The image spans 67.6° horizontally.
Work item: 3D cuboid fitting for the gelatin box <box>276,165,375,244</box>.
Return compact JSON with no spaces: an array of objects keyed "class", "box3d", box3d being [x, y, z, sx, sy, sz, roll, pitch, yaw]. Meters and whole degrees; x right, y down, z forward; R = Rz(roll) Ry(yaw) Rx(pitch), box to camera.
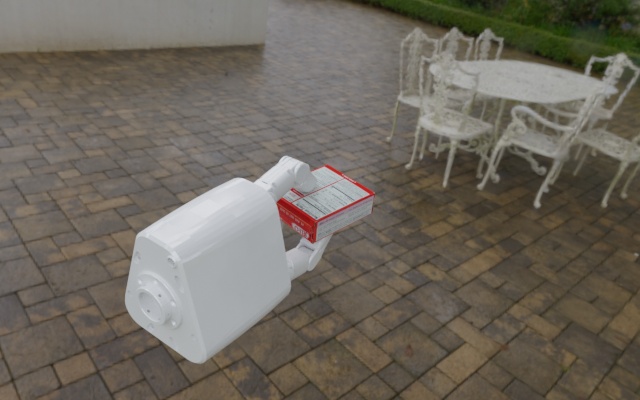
[{"class":"gelatin box","box3d":[0.000,0.001,0.495,0.089,0.030,0.073,-25,44,-37]}]
